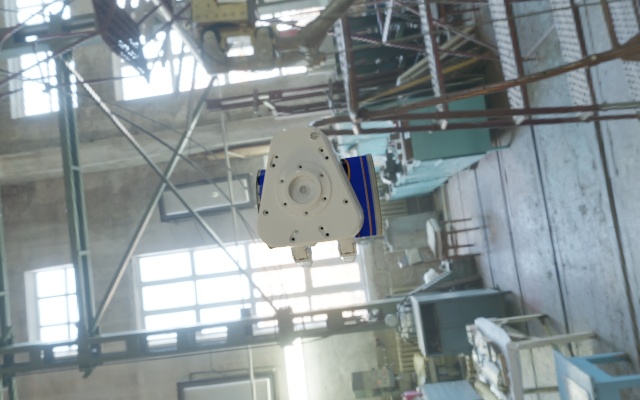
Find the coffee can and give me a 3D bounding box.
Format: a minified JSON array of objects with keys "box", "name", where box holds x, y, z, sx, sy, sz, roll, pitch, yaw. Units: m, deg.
[{"box":[0.000,0.002,0.594,0.140,0.103,0.103,-8,-1,4],"name":"coffee can"}]
